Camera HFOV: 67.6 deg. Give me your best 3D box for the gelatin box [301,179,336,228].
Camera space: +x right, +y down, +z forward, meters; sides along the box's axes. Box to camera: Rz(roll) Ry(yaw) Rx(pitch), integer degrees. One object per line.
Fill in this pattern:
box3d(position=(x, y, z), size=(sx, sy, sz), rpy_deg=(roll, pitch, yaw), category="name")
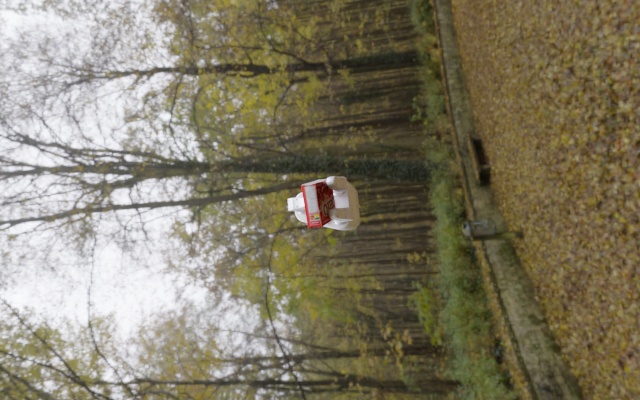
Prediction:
box3d(position=(0.000, 0.003, 0.822), size=(0.030, 0.073, 0.089), rpy_deg=(-6, 6, 20), category="gelatin box")
